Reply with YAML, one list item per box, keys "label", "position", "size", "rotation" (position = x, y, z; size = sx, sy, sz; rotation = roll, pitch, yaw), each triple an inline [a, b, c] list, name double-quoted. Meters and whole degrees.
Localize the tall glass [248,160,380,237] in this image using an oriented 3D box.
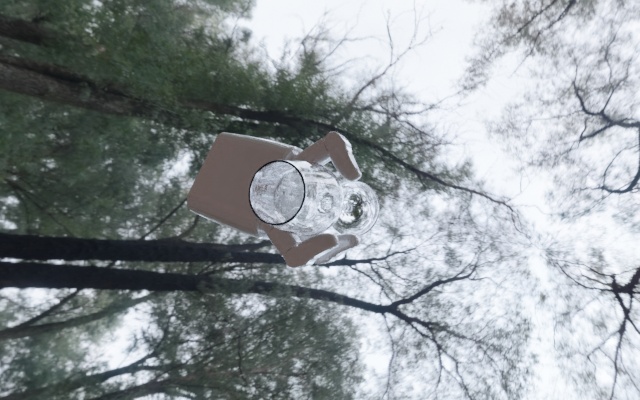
- label: "tall glass"
  position: [0.001, 0.002, 0.534]
  size: [0.079, 0.079, 0.201]
  rotation: [0, -5, 25]
